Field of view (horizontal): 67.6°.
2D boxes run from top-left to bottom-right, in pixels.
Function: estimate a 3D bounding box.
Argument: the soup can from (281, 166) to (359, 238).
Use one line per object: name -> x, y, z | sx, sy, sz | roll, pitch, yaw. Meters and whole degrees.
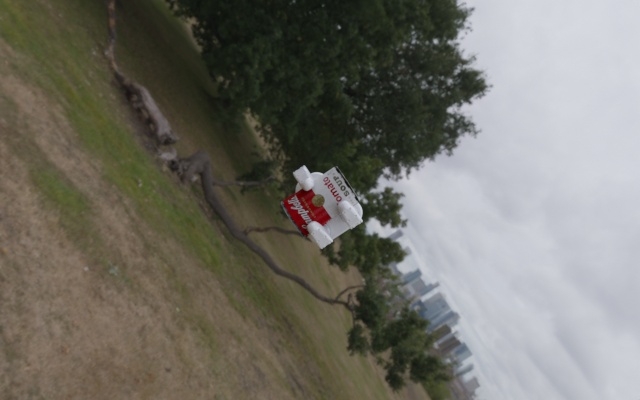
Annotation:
soup can -> 0.000, 0.002, 0.731 | 0.102, 0.068, 0.068 | -33, -2, 2
